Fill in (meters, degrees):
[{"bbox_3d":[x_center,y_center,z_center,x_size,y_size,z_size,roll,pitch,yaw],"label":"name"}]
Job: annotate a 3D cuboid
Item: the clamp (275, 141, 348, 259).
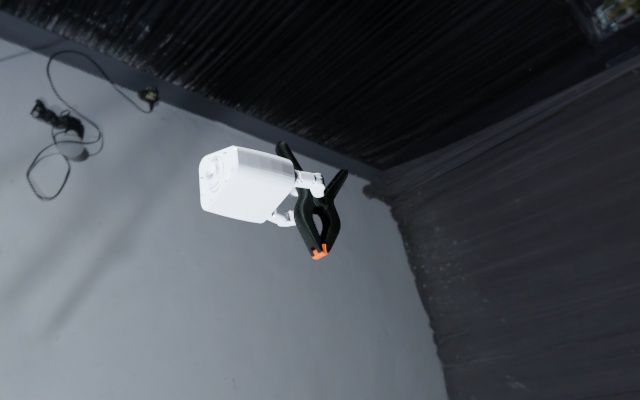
[{"bbox_3d":[0.001,0.003,0.842,0.164,0.210,0.036,12,-33,-39],"label":"clamp"}]
